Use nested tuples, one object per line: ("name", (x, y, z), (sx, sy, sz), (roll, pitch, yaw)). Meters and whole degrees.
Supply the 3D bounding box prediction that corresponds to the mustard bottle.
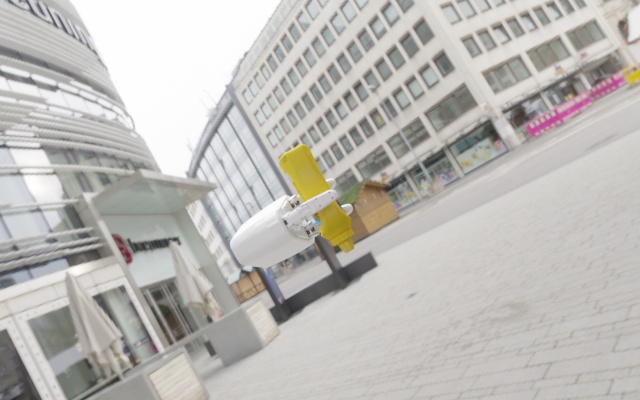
("mustard bottle", (0.000, 0.002, 0.804), (0.058, 0.191, 0.096), (-30, -5, -8))
